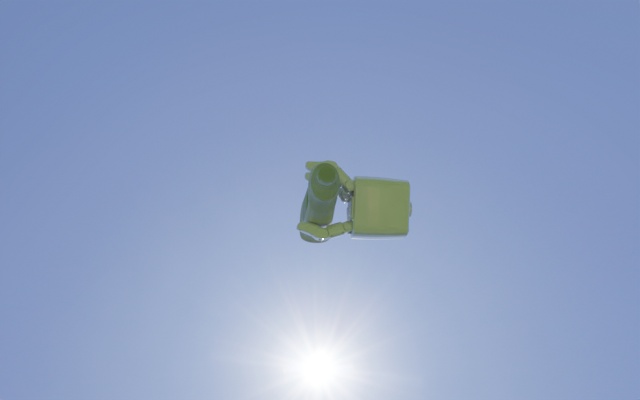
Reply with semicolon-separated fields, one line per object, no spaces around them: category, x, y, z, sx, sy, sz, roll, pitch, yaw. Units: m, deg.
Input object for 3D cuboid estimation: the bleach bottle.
bleach bottle;0.000;0.003;0.887;0.068;0.102;0.251;3;-18;-4
